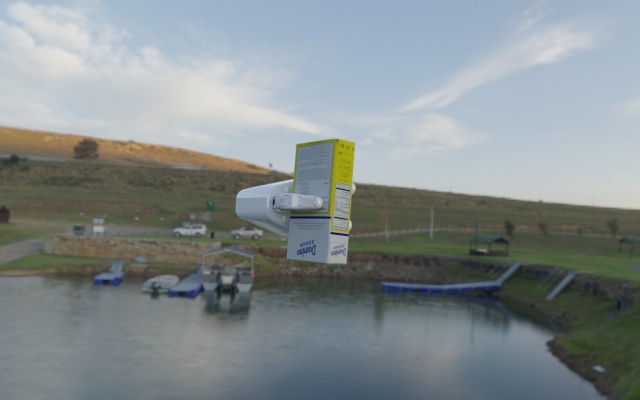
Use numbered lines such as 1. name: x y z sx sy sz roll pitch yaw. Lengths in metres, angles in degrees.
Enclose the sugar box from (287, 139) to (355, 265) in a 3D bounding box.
1. sugar box: 0.000 0.002 0.695 0.048 0.176 0.093 6 -5 -41
